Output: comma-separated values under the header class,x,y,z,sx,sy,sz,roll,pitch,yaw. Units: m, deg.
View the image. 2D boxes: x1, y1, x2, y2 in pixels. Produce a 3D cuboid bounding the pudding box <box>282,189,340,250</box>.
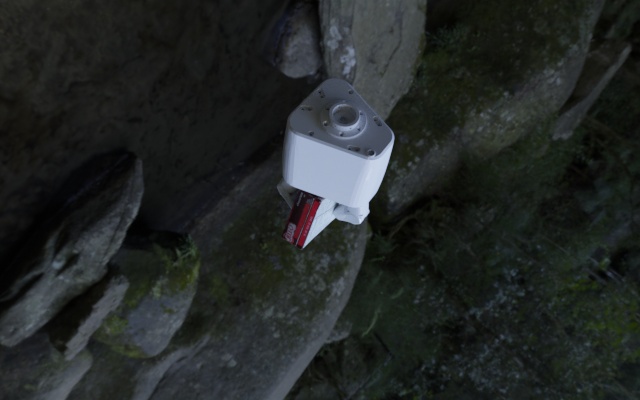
class,x,y,z,sx,sy,sz,roll,pitch,yaw
pudding box,0.000,0.002,0.646,0.039,0.090,0.113,34,37,14
